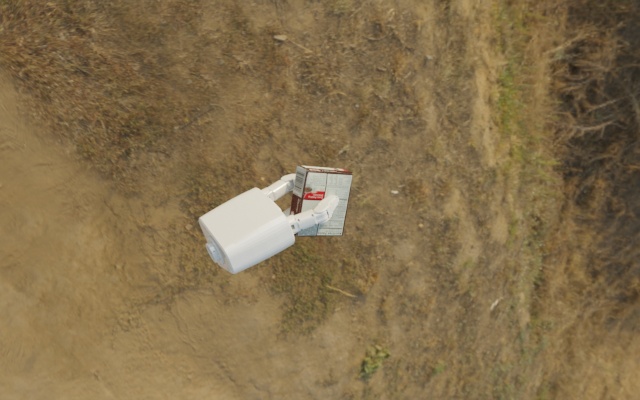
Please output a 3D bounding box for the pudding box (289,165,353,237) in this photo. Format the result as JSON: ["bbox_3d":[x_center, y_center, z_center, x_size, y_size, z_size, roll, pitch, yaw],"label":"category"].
[{"bbox_3d":[0.000,0.003,0.781,0.090,0.113,0.039,2,16,-31],"label":"pudding box"}]
